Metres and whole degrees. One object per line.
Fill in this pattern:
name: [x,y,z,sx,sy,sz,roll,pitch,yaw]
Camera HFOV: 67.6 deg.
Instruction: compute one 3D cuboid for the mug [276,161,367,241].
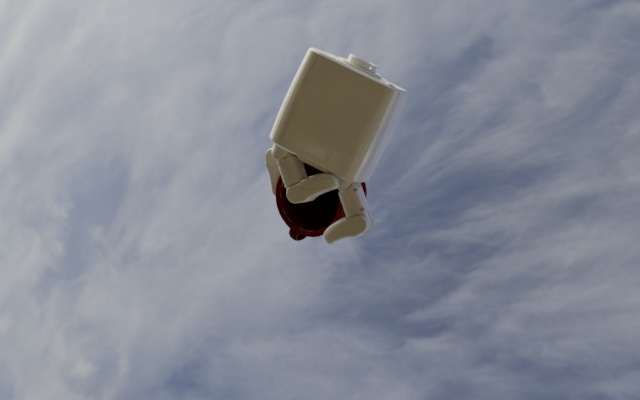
mug: [0.000,0.003,0.593,0.093,0.117,0.081,37,23,21]
